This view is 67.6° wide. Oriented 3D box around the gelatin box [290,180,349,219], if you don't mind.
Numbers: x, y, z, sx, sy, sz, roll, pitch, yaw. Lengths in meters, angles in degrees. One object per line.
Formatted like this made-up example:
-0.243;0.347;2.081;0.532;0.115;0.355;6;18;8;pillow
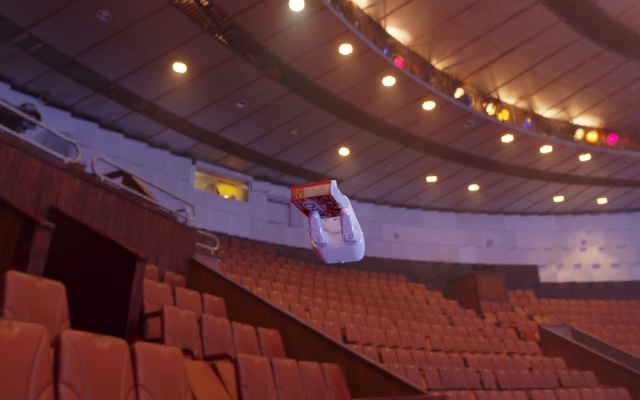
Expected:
0.000;0.002;0.809;0.073;0.030;0.089;-9;-28;20;gelatin box
